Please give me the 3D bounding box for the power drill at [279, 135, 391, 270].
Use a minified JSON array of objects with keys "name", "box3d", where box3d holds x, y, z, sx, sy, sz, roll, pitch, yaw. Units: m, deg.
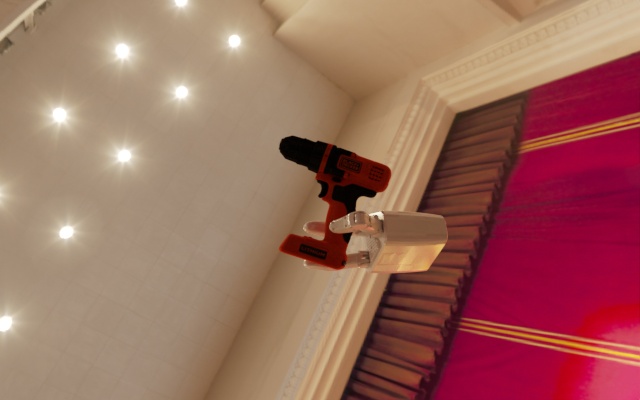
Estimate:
[{"name":"power drill","box3d":[0.000,0.003,0.748,0.184,0.187,0.057,19,-6,5]}]
